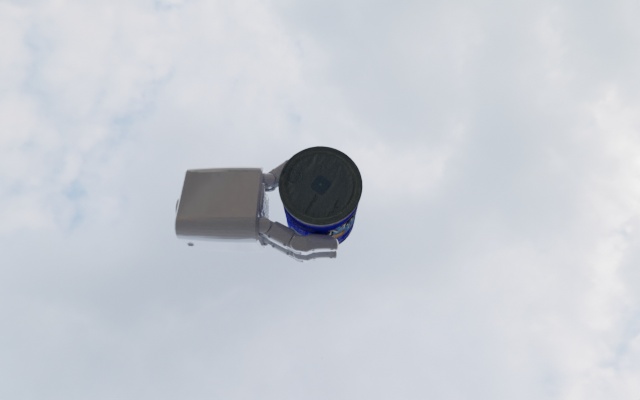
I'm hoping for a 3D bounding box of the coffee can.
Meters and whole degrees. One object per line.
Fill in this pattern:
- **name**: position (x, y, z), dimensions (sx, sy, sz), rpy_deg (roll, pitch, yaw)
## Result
- **coffee can**: position (0.000, 0.002, 0.643), dimensions (0.103, 0.102, 0.140), rpy_deg (0, -18, 0)
